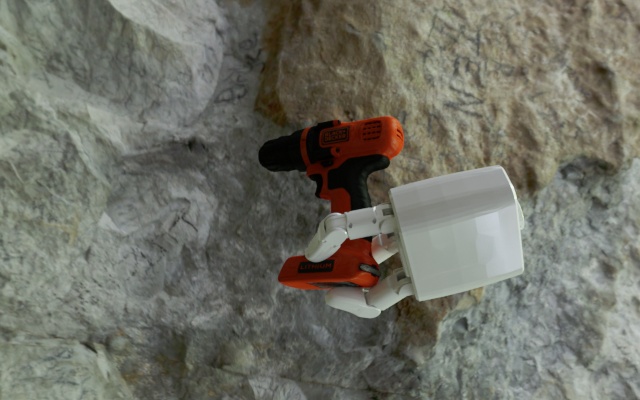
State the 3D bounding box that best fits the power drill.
[{"bbox_3d":[0.000,0.002,0.531,0.184,0.187,0.057,-7,-20,31],"label":"power drill"}]
